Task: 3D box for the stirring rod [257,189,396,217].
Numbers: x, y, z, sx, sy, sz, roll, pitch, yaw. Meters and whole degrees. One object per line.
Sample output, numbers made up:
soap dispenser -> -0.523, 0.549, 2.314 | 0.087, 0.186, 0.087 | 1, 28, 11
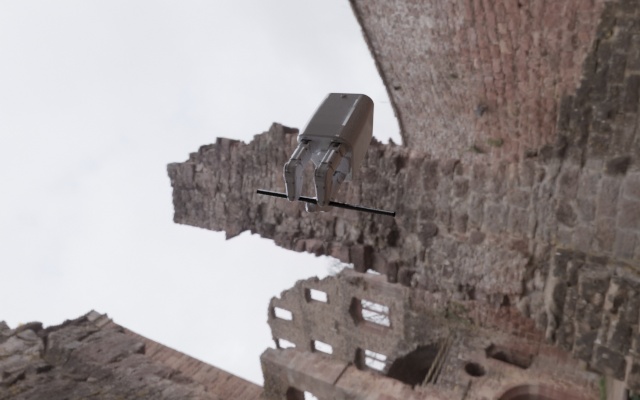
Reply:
stirring rod -> 0.000, 0.002, 0.722 | 0.239, 0.011, 0.011 | 9, 5, 30
